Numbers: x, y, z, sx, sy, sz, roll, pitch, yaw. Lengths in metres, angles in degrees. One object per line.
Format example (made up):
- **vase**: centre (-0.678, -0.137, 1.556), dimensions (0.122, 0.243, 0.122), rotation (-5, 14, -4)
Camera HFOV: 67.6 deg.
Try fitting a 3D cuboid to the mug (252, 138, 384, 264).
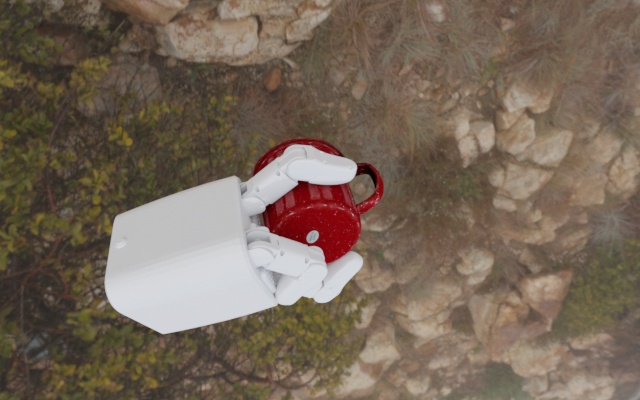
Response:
- **mug**: centre (0.002, 0.001, 0.427), dimensions (0.117, 0.081, 0.093), rotation (-17, -45, 2)
